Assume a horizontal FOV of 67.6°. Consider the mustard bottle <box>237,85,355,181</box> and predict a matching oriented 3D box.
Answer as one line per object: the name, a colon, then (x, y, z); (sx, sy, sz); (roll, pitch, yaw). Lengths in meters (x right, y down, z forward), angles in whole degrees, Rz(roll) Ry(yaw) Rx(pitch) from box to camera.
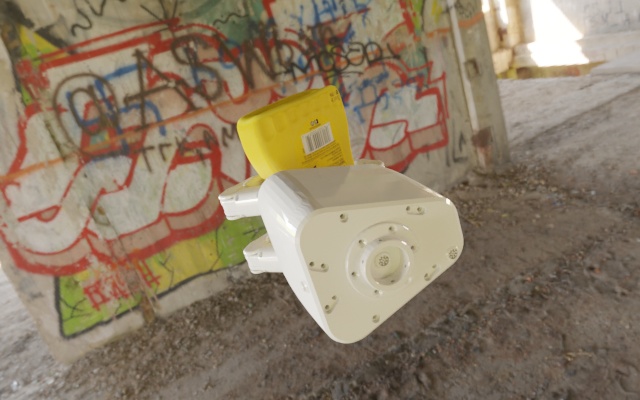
mustard bottle: (0.000, 0.001, 0.433); (0.096, 0.192, 0.058); (-32, 23, -35)
